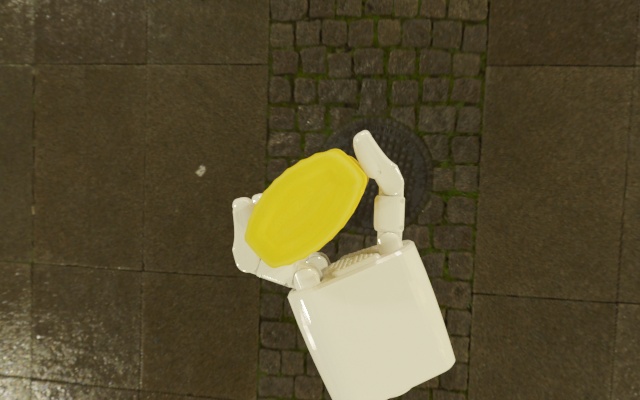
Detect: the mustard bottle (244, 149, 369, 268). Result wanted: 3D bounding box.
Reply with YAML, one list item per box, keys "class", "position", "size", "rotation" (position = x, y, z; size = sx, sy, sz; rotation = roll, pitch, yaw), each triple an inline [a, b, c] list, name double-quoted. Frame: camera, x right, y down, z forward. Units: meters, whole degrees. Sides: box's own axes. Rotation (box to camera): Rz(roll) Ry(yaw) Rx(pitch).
- class: "mustard bottle"
  position: [0.000, 0.001, 0.422]
  size: [0.058, 0.096, 0.191]
  rotation: [44, 8, 3]
